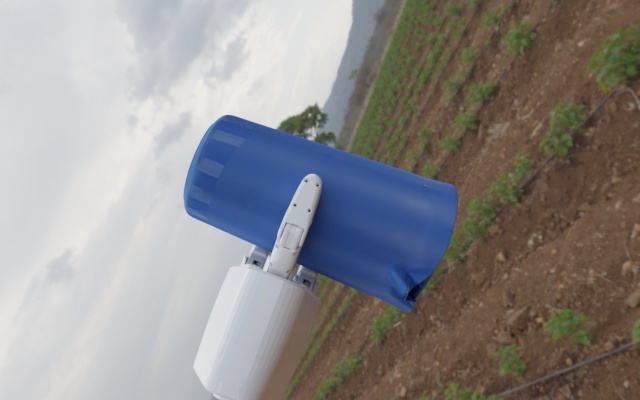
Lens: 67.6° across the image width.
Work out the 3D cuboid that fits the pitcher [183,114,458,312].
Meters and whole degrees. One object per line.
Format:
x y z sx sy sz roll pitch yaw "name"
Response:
0.000 0.002 0.480 0.243 0.145 0.149 21 -14 -1 "pitcher"
